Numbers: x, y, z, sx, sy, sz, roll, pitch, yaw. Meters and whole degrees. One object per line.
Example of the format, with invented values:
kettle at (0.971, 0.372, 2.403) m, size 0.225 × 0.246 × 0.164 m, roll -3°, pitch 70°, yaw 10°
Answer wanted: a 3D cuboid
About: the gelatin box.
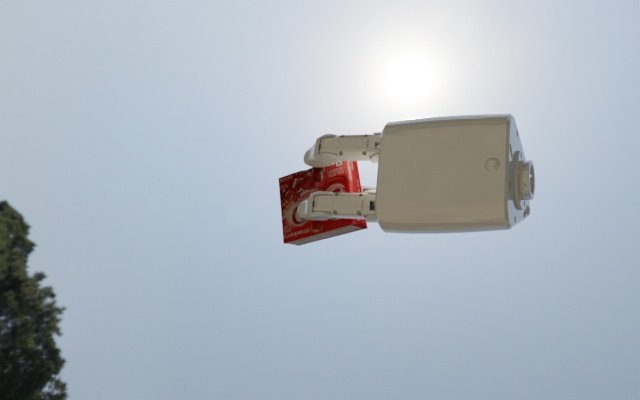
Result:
gelatin box at (0.000, 0.002, 0.492) m, size 0.089 × 0.073 × 0.030 m, roll -17°, pitch -20°, yaw 32°
